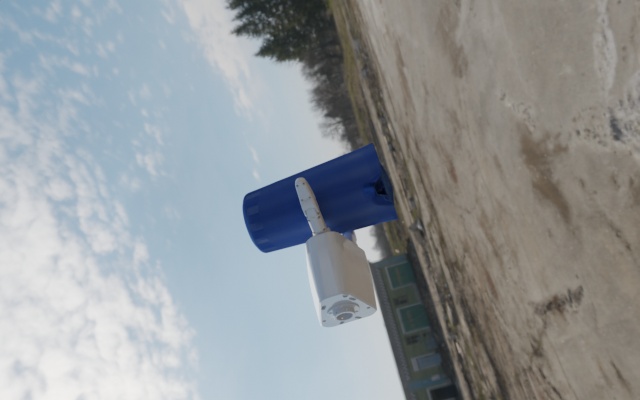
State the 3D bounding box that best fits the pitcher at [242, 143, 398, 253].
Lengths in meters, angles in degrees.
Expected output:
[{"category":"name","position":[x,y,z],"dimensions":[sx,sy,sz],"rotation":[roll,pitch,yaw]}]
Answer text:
[{"category":"pitcher","position":[0.000,0.003,0.811],"dimensions":[0.243,0.145,0.149],"rotation":[-18,-38,7]}]
